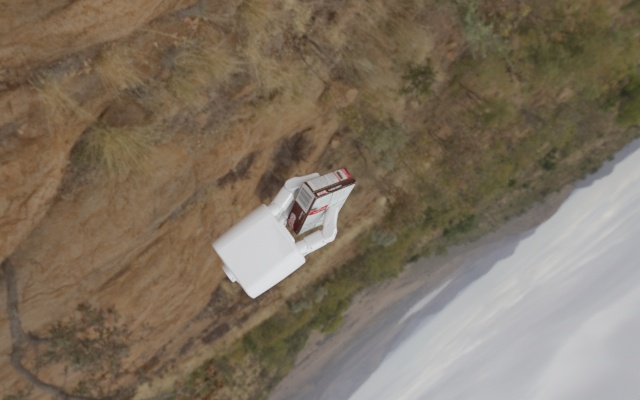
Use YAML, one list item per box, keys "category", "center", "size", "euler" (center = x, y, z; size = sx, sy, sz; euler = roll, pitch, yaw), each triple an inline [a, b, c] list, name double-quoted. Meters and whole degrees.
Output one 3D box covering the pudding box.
- category: "pudding box"
  center: [0.000, 0.003, 0.804]
  size: [0.090, 0.039, 0.114]
  euler: [-23, -24, -34]
